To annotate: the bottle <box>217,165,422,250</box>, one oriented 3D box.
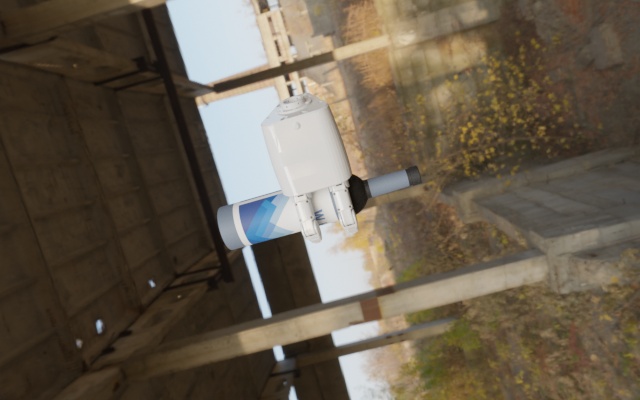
[{"bbox_3d":[0.000,0.002,0.698,0.296,0.069,0.069,-16,-2,6],"label":"bottle"}]
